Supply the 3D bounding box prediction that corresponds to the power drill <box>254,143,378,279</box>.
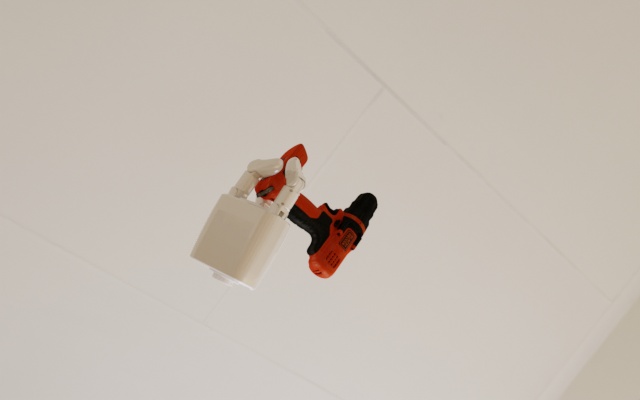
[{"bbox_3d":[0.000,0.002,0.767,0.057,0.188,0.184,-25,22,51],"label":"power drill"}]
